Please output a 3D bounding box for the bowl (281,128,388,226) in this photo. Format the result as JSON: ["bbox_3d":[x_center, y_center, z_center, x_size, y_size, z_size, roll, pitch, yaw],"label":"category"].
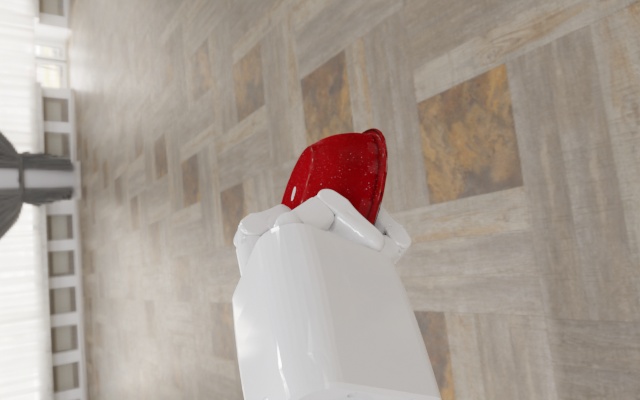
[{"bbox_3d":[0.000,0.001,0.442,0.055,0.162,0.162,18,-5,-14],"label":"bowl"}]
